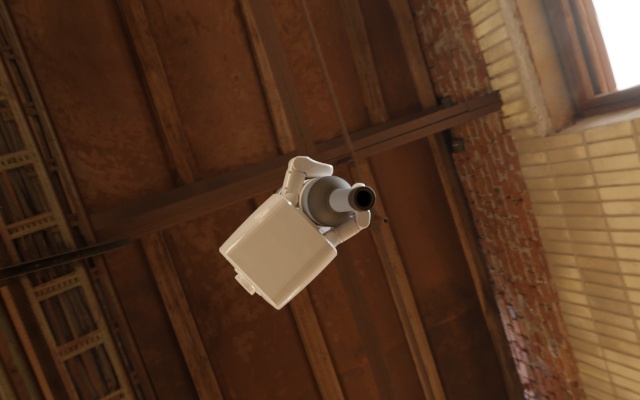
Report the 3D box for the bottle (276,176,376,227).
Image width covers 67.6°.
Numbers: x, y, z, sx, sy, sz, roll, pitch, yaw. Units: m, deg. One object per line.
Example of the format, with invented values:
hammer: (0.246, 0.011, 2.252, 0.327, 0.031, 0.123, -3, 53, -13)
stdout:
bottle: (0.000, 0.002, 0.649, 0.069, 0.069, 0.296, 0, -2, -19)
